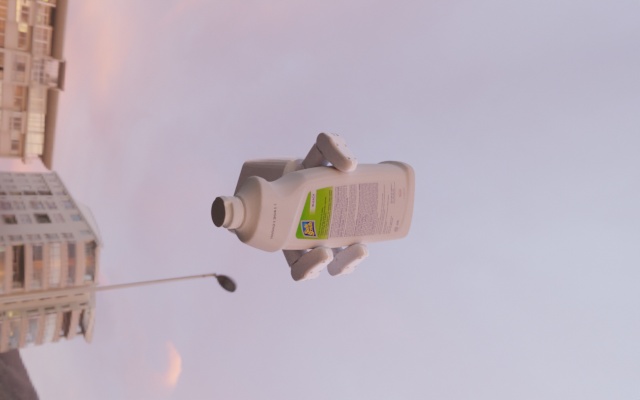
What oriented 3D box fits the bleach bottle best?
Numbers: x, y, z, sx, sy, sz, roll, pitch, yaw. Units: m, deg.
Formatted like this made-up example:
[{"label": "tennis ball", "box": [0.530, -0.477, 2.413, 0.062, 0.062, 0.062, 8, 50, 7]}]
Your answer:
[{"label": "bleach bottle", "box": [0.000, 0.002, 0.525, 0.251, 0.102, 0.068, 0, 5, -41]}]
